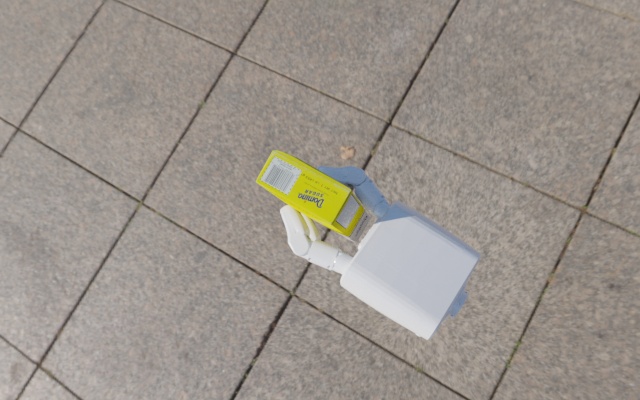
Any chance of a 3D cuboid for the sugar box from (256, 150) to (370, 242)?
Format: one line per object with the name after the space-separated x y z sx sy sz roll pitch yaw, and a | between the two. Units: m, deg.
0.000 0.002 0.546 0.093 0.048 0.176 30 -6 16 | sugar box
